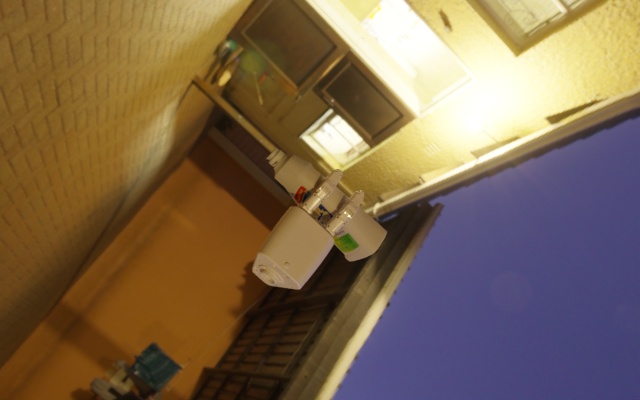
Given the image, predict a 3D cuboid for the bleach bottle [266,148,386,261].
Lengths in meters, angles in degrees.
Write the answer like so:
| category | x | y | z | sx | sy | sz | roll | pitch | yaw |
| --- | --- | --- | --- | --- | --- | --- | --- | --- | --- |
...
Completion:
| category | x | y | z | sx | sy | sz | roll | pitch | yaw |
| --- | --- | --- | --- | --- | --- | --- | --- | --- | --- |
| bleach bottle | 0.000 | 0.003 | 0.868 | 0.251 | 0.068 | 0.102 | 43 | -30 | -10 |
